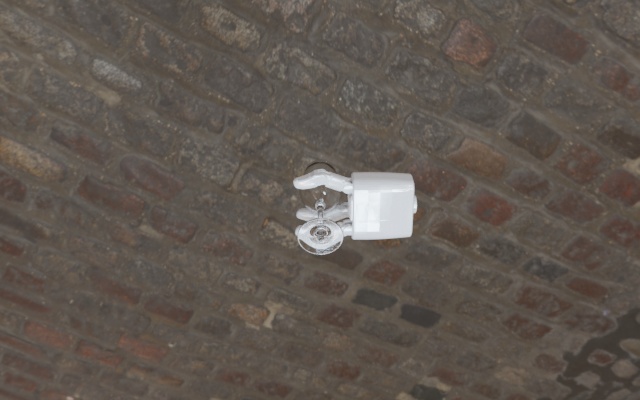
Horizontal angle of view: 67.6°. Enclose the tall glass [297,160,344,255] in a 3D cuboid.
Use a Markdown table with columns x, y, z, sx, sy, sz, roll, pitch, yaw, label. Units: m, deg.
| x | y | z | sx | sy | sz | roll | pitch | yaw | label |
| --- | --- | --- | --- | --- | --- | --- | --- | --- | --- |
| 0.000 | 0.003 | 0.847 | 0.079 | 0.079 | 0.201 | 0 | 34 | 0 | tall glass |
